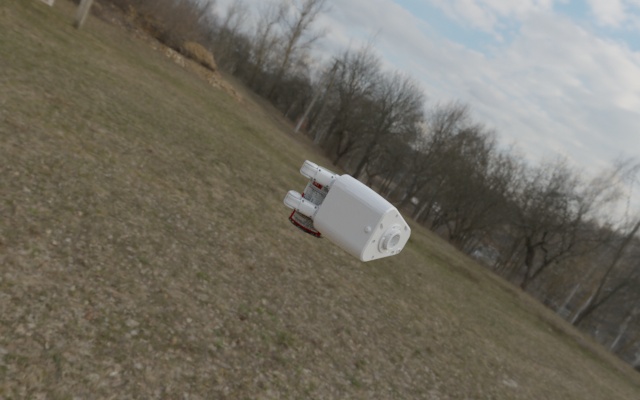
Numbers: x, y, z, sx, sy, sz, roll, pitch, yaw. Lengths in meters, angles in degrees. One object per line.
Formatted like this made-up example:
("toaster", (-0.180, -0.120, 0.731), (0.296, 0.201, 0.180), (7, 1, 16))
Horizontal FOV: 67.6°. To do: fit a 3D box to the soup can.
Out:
("soup can", (0.000, 0.002, 0.793), (0.068, 0.102, 0.068), (28, 8, -4))
